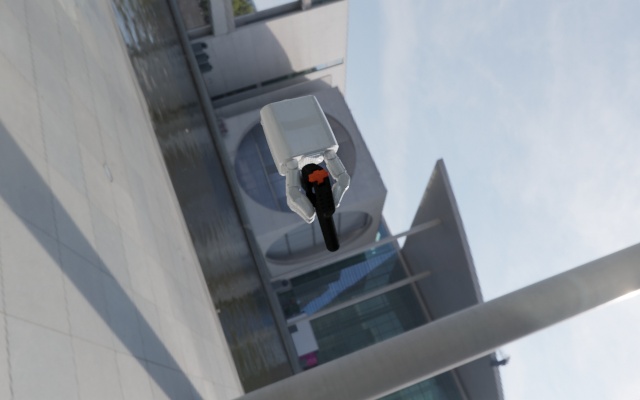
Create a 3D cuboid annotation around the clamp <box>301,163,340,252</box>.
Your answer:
[{"bbox_3d":[0.001,0.002,0.811,0.036,0.164,0.210,-23,-9,-8],"label":"clamp"}]
